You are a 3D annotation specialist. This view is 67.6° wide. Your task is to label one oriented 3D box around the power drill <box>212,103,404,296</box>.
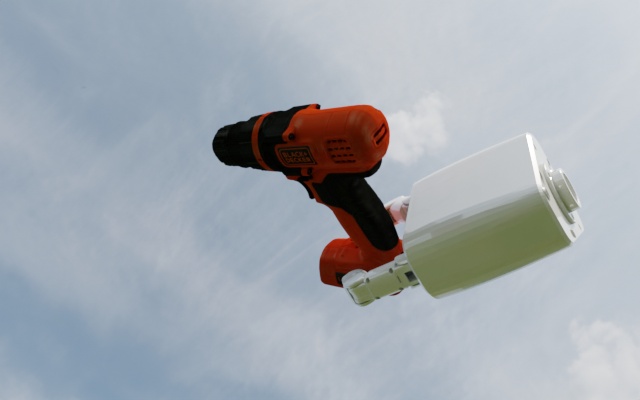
[{"bbox_3d":[0.000,0.002,0.437,0.184,0.188,0.057,3,44,41],"label":"power drill"}]
